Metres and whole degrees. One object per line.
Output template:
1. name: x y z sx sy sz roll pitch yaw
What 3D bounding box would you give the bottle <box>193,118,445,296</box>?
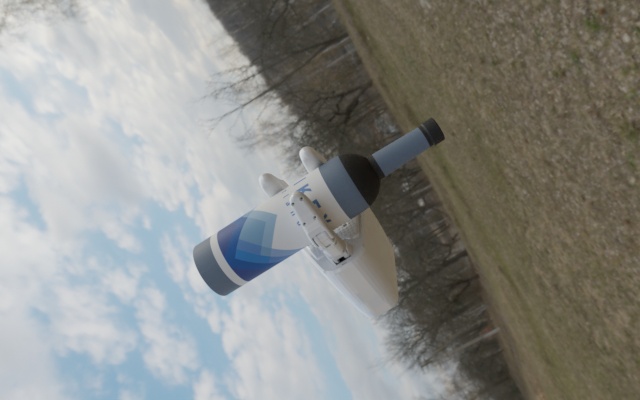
1. bottle: 0.000 0.002 0.521 0.296 0.069 0.069 -32 -5 8
